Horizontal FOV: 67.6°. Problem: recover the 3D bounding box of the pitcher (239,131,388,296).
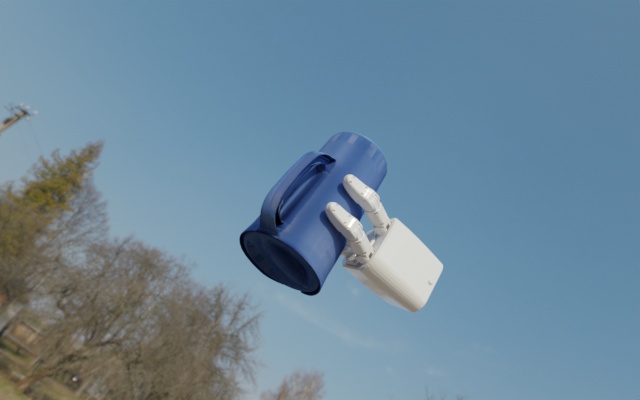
[{"bbox_3d":[0.000,0.002,0.701,0.145,0.242,0.149,42,-32,-9],"label":"pitcher"}]
